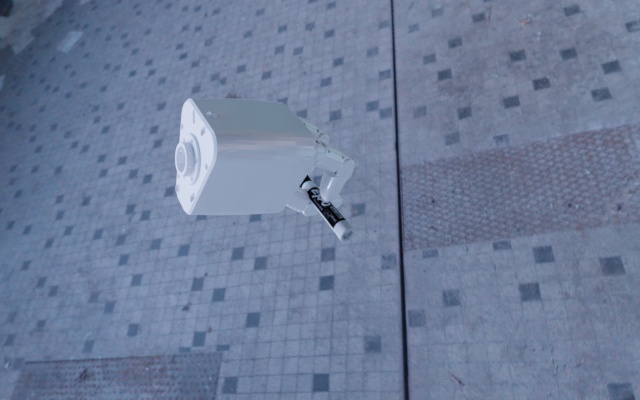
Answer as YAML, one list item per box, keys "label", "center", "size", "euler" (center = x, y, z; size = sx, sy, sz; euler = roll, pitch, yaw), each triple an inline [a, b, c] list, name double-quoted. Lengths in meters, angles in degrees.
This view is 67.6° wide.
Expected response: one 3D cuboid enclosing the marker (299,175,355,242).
- label: "marker"
  center: [0.000, 0.002, 0.549]
  size: [0.020, 0.020, 0.121]
  euler: [0, 37, -38]
